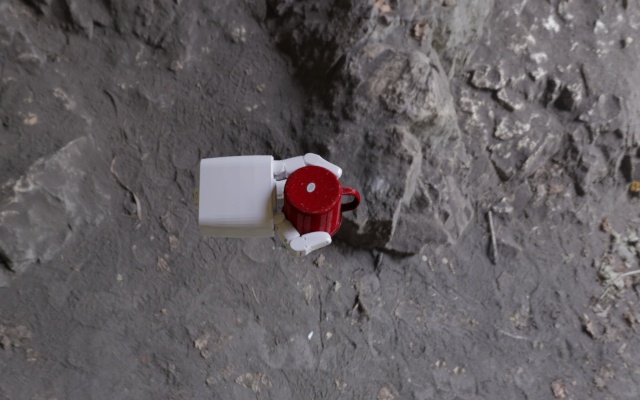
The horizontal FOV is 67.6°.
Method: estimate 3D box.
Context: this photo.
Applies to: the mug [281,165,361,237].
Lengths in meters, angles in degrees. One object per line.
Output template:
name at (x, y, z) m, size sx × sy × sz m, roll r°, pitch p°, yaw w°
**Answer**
mug at (0.002, 0.002, 0.689) m, size 0.117 × 0.093 × 0.081 m, roll -3°, pitch -29°, yaw -4°
